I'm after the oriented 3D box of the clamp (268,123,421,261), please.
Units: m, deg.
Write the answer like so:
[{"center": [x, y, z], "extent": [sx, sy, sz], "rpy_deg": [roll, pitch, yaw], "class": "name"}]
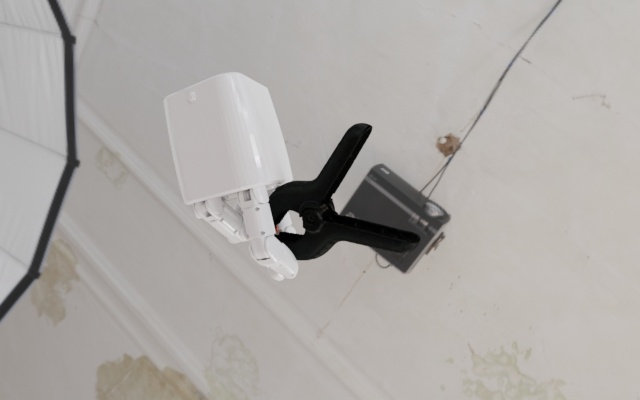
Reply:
[{"center": [0.000, 0.002, 0.452], "extent": [0.171, 0.120, 0.039], "rpy_deg": [-13, 1, 29], "class": "clamp"}]
